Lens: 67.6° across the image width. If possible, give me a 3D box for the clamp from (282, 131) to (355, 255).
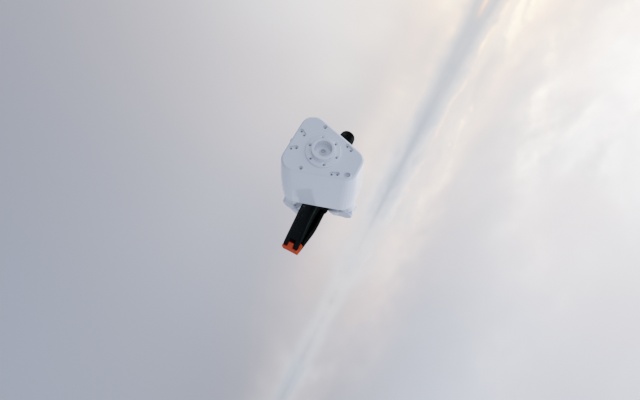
[{"bbox_3d":[0.001,0.003,0.811,0.036,0.210,0.165,25,-20,12],"label":"clamp"}]
